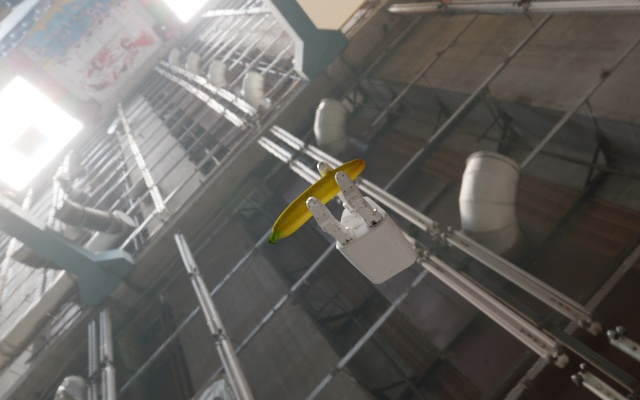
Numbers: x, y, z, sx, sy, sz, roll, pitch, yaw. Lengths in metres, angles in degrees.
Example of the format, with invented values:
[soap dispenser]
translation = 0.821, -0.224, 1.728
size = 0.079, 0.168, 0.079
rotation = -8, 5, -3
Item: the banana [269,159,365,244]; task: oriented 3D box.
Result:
[banana]
translation = -0.009, 0.001, 0.777
size = 0.198, 0.037, 0.069
rotation = -43, 22, -7
